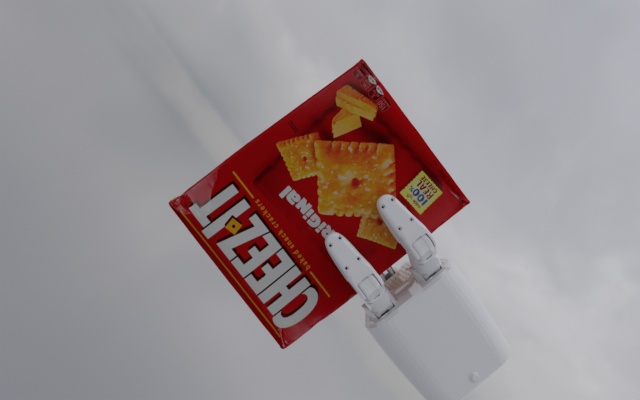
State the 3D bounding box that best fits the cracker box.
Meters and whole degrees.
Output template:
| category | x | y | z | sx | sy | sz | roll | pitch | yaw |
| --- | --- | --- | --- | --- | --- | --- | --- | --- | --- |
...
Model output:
| category | x | y | z | sx | sy | sz | roll | pitch | yaw |
| --- | --- | --- | --- | --- | --- | --- | --- | --- | --- |
| cracker box | 0.000 | 0.001 | 0.439 | 0.213 | 0.164 | 0.072 | -37 | 5 | -5 |
